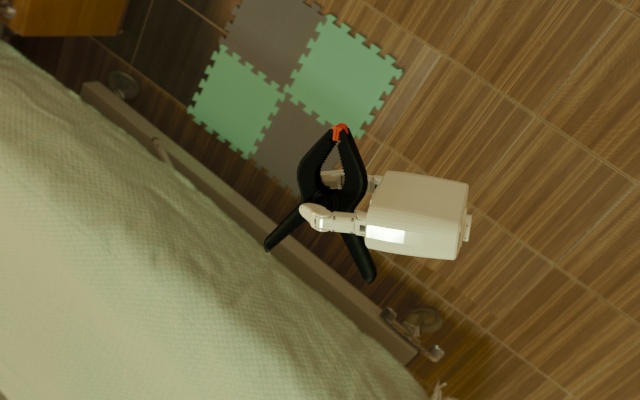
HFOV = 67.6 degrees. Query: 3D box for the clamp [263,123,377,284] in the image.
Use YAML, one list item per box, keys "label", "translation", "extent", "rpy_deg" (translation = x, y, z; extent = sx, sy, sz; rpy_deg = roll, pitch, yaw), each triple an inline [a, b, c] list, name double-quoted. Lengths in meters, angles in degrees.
- label: "clamp"
  translation: [0.000, 0.002, 0.630]
  extent: [0.164, 0.210, 0.036]
  rpy_deg: [8, 20, 17]
